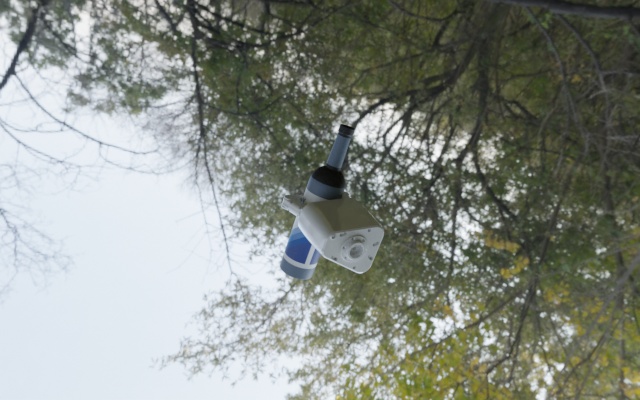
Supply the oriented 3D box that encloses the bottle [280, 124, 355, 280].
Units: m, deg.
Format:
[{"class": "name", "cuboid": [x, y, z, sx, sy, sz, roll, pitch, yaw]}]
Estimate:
[{"class": "bottle", "cuboid": [0.000, 0.003, 0.878, 0.069, 0.296, 0.069, 18, 18, -6]}]
